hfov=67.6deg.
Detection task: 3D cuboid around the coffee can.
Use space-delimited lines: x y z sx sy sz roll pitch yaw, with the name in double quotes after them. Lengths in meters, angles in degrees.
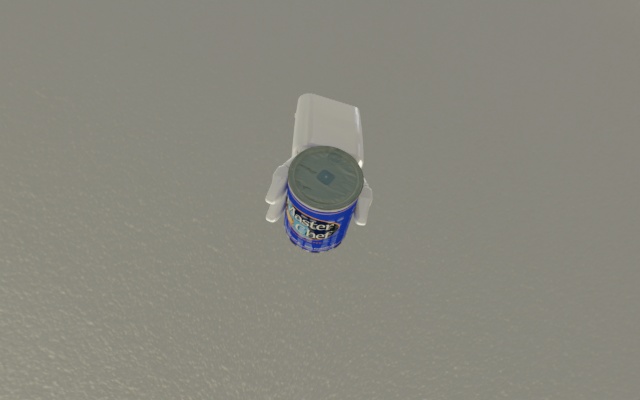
0.000 0.002 0.695 0.103 0.102 0.140 0 -30 -7 "coffee can"
